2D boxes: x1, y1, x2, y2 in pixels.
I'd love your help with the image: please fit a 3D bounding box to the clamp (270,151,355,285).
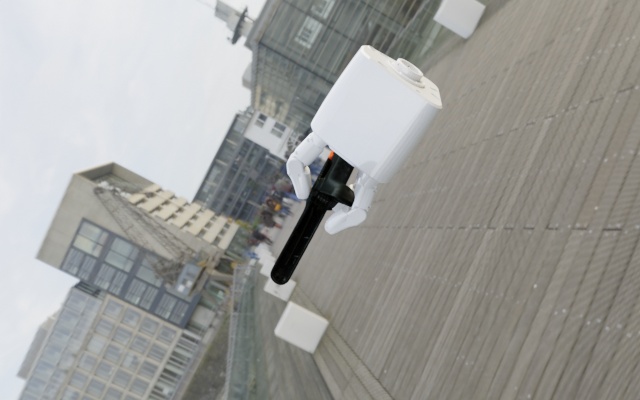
[{"bbox_3d":[0.000,0.001,0.605,0.036,0.165,0.210,33,29,-9],"label":"clamp"}]
